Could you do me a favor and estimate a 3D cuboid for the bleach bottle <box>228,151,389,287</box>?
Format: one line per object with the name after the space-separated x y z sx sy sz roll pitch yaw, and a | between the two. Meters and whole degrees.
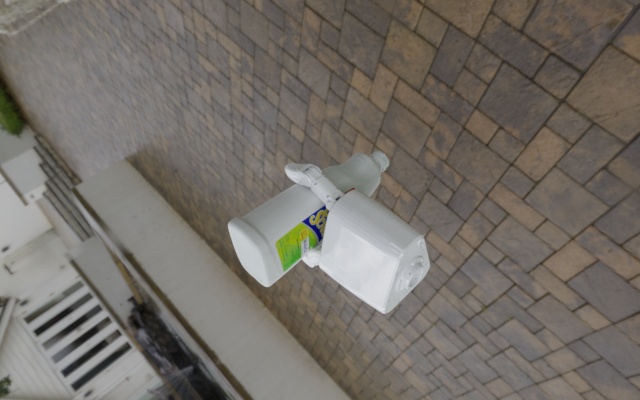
0.000 0.002 0.639 0.250 0.103 0.068 -38 54 -26 | bleach bottle
